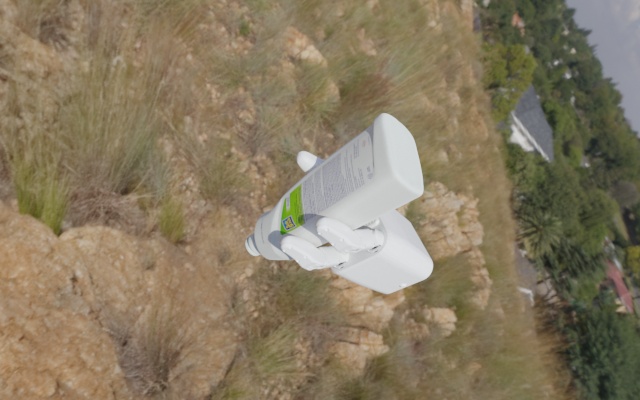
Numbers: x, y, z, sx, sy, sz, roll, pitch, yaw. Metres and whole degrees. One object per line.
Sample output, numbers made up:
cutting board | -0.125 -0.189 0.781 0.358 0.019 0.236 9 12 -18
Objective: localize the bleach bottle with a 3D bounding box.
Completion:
bleach bottle | 0.000 0.002 0.581 0.251 0.102 0.068 -30 -44 33
